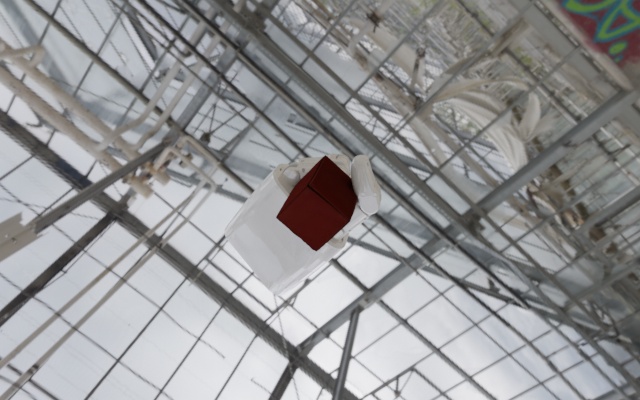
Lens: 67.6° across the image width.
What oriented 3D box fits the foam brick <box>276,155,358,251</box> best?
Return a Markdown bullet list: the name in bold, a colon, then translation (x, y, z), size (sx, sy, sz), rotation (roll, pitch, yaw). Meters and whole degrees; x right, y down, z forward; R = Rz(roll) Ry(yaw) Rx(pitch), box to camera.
- **foam brick**: translation (0.000, 0.002, 0.470), size (0.051, 0.053, 0.078), rotation (-44, 10, 27)
